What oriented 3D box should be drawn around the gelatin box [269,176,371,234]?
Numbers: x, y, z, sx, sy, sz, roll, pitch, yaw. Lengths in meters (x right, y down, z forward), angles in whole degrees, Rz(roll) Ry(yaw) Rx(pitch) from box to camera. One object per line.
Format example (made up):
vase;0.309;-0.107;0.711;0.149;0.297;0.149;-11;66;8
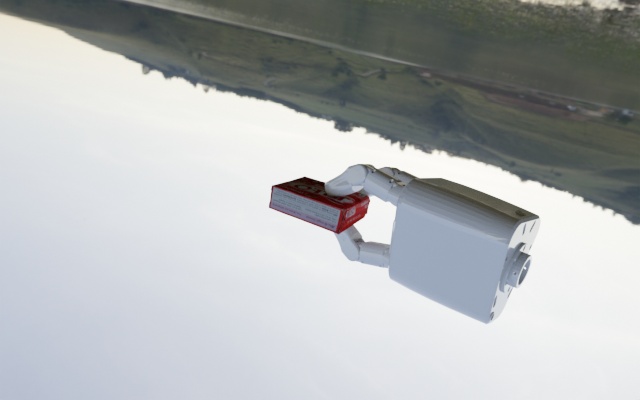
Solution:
gelatin box;0.000;0.002;0.524;0.089;0.030;0.073;18;18;23
